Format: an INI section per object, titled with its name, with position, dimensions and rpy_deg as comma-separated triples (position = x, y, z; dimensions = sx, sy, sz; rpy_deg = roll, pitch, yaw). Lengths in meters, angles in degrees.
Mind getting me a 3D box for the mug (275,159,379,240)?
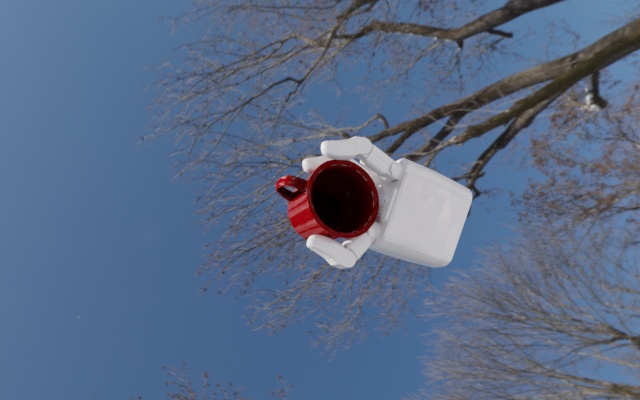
[mug]
position = -0.001, 0.002, 0.574
dimensions = 0.117, 0.093, 0.081
rpy_deg = 21, -21, -19
